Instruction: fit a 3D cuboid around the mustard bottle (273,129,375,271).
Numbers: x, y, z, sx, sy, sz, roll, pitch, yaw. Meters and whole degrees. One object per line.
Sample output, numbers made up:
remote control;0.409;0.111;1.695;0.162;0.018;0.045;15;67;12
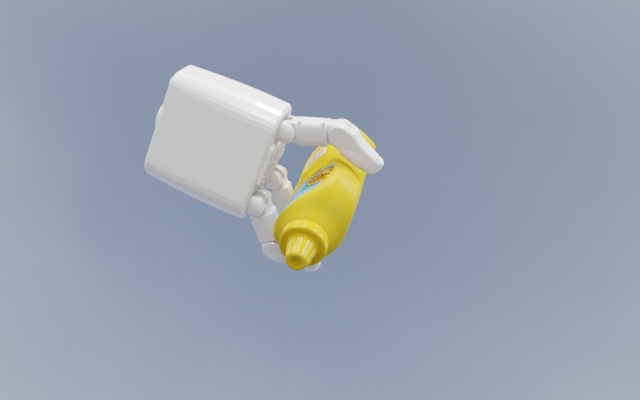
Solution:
mustard bottle;0.000;0.002;0.458;0.096;0.058;0.191;-40;13;30
